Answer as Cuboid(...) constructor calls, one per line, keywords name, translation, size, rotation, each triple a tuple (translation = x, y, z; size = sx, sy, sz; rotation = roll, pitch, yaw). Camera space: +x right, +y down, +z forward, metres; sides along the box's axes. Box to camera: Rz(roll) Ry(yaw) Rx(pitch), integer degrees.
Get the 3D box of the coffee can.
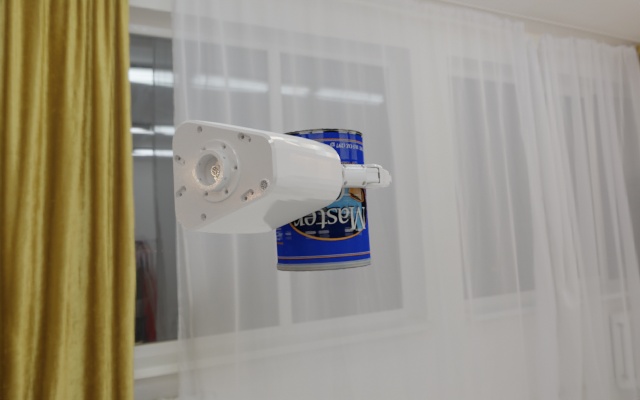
Cuboid(name="coffee can", translation=(0.000, 0.002, 0.519), size=(0.103, 0.140, 0.103), rotation=(-3, -3, 0))
